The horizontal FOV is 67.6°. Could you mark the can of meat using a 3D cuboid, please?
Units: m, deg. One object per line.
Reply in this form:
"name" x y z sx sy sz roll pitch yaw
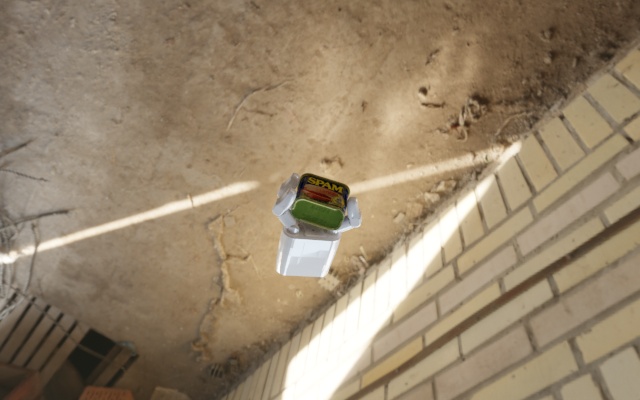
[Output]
"can of meat" 0.000 0.003 0.889 0.102 0.057 0.084 18 35 -3
